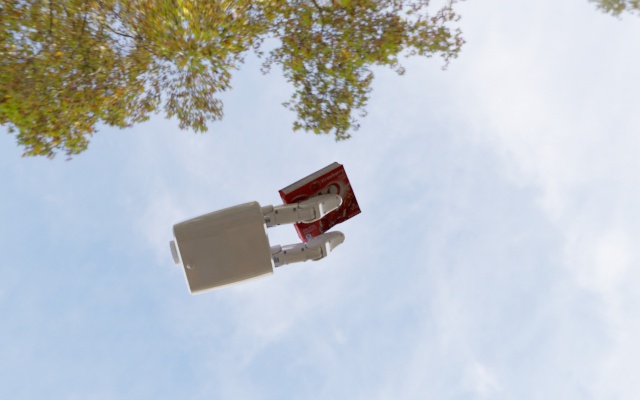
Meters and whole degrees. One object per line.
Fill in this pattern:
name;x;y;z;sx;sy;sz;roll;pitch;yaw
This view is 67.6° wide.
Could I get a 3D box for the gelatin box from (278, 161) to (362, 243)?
gelatin box;0.000;0.002;0.619;0.089;0.073;0.030;-28;23;-11
